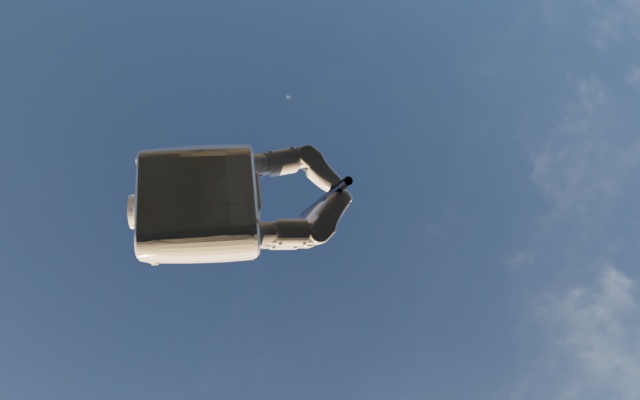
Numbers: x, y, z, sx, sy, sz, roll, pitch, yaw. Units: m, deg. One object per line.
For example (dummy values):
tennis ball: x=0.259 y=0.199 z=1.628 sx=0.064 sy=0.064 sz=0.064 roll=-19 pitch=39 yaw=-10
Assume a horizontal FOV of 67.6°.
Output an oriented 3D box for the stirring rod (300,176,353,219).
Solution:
stirring rod: x=0.000 y=0.002 z=0.534 sx=0.011 sy=0.011 sz=0.239 roll=0 pitch=-9 yaw=-12
